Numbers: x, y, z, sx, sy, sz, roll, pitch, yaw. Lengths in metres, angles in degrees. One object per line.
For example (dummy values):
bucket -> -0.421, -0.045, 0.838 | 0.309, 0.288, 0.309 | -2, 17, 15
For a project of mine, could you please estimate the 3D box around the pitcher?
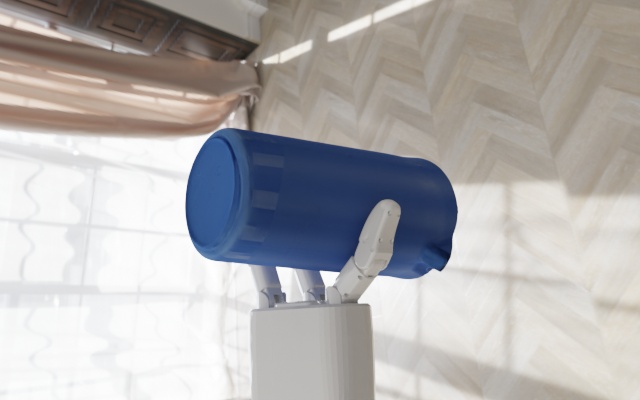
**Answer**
pitcher -> 0.000, 0.002, 0.458 | 0.243, 0.145, 0.149 | 8, -16, -38
